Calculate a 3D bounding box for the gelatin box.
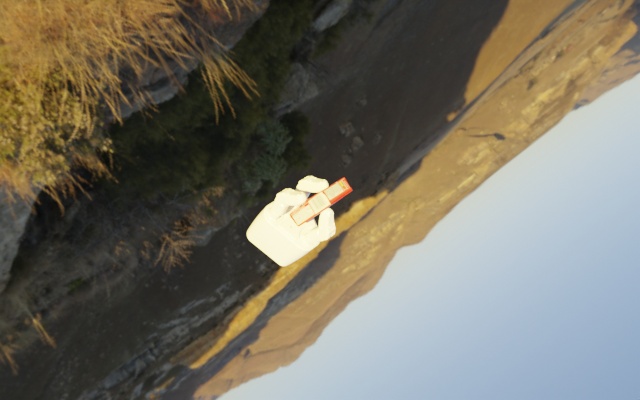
[{"bbox_3d":[0.001,0.003,0.804,0.089,0.030,0.073,-35,-2,39],"label":"gelatin box"}]
